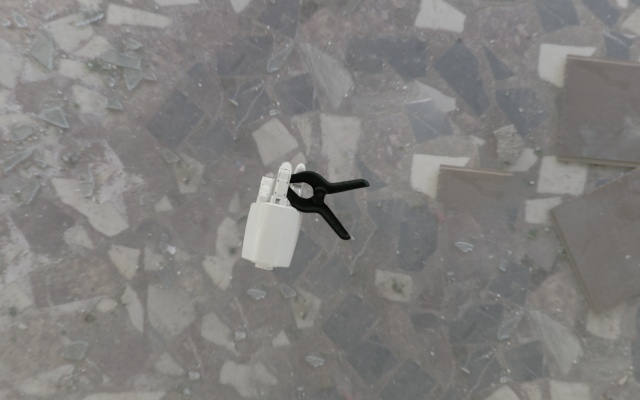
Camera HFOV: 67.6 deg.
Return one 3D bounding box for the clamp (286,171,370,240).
[{"bbox_3d":[0.000,0.003,0.893,0.171,0.120,0.039,12,-13,-3],"label":"clamp"}]
